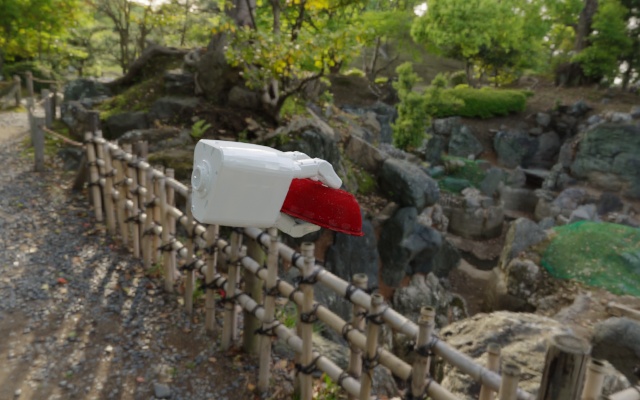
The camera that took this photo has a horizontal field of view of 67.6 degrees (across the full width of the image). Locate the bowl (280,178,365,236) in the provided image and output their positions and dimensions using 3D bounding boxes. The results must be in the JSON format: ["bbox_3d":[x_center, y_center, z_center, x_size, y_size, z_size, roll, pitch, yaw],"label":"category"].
[{"bbox_3d":[0.001,0.002,0.739,0.162,0.055,0.162,19,4,-1],"label":"bowl"}]
